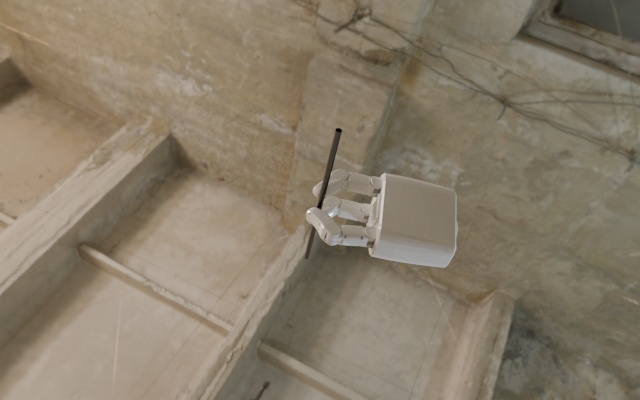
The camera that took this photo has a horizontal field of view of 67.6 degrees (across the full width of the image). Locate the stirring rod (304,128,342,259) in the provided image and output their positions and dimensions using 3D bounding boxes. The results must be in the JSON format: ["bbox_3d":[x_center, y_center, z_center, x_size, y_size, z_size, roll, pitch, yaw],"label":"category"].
[{"bbox_3d":[0.000,0.002,0.637,0.011,0.011,0.240,0,-44,-14],"label":"stirring rod"}]
